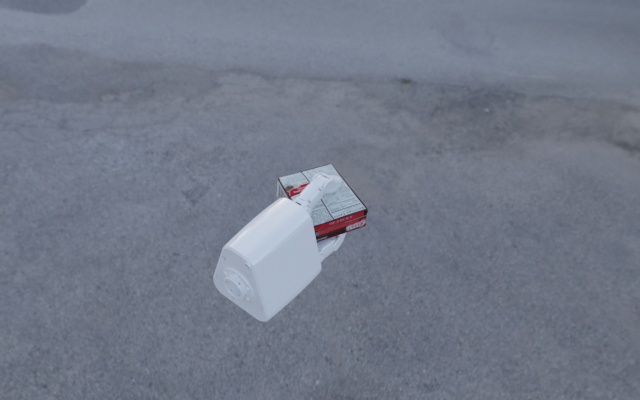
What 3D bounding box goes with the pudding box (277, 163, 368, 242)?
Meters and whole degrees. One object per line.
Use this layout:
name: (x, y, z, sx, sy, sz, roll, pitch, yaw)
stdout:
pudding box: (0.000, 0.002, 0.664, 0.090, 0.039, 0.113, -16, 48, -21)
